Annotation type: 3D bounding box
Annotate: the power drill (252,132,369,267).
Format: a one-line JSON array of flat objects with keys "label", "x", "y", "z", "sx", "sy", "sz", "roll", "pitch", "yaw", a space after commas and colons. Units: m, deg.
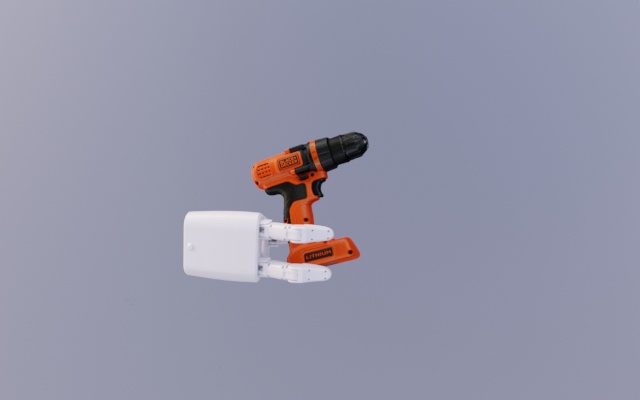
[{"label": "power drill", "x": 0.000, "y": 0.003, "z": 0.708, "sx": 0.184, "sy": 0.187, "sz": 0.057, "roll": -18, "pitch": -15, "yaw": 14}]
